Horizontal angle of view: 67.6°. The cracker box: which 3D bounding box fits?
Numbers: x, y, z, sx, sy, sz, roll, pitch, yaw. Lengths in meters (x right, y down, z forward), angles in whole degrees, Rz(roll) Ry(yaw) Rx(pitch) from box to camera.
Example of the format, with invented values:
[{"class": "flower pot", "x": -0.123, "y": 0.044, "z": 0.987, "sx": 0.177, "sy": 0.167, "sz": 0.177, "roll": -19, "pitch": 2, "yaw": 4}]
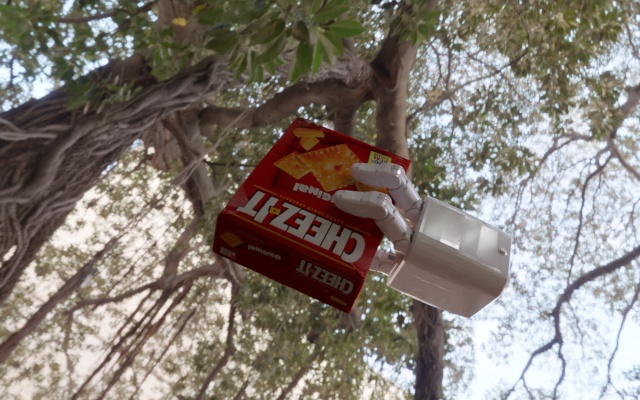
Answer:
[{"class": "cracker box", "x": 0.000, "y": 0.002, "z": 0.561, "sx": 0.164, "sy": 0.072, "sz": 0.213, "roll": 23, "pitch": 43, "yaw": 7}]
